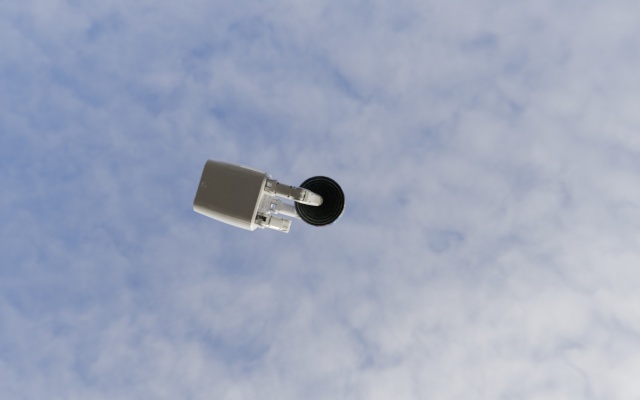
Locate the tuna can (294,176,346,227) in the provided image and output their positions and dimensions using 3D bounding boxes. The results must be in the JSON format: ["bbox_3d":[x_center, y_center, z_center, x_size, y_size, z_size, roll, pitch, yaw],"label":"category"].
[{"bbox_3d":[0.000,0.003,0.813,0.086,0.086,0.034,0,-7,8],"label":"tuna can"}]
